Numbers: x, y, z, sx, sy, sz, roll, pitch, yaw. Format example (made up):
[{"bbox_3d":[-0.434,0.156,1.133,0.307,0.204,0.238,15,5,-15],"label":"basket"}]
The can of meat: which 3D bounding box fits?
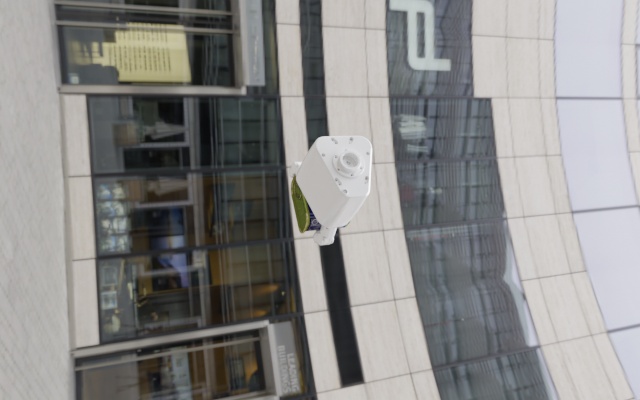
[{"bbox_3d":[0.000,0.003,0.839,0.084,0.102,0.057,-4,-28,-19],"label":"can of meat"}]
